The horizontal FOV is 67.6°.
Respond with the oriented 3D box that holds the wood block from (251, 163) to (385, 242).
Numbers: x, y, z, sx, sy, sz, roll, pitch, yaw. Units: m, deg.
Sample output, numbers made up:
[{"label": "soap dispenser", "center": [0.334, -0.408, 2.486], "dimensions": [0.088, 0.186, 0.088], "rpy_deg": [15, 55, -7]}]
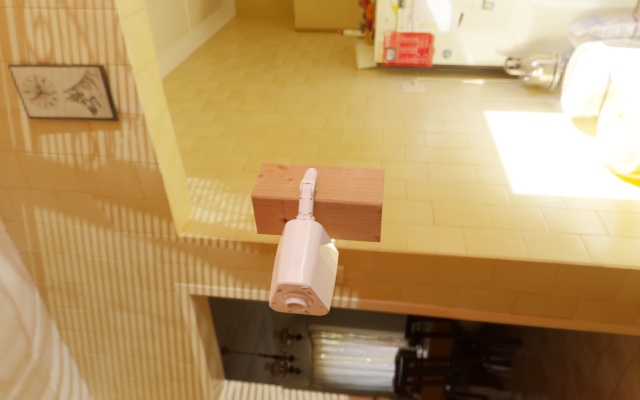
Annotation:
[{"label": "wood block", "center": [0.000, 0.003, 0.794], "dimensions": [0.206, 0.091, 0.090], "rpy_deg": [4, 42, 7]}]
